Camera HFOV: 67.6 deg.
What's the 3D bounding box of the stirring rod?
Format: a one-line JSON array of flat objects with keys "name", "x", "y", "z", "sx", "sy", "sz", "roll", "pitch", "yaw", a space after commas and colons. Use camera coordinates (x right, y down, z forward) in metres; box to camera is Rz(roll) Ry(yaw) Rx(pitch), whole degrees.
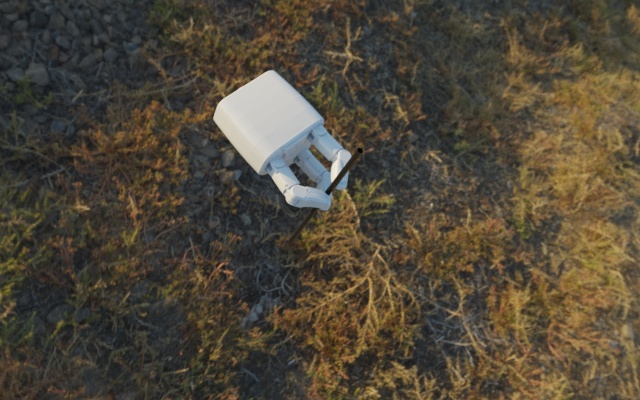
[{"name": "stirring rod", "x": 0.000, "y": 0.002, "z": 0.659, "sx": 0.011, "sy": 0.011, "sz": 0.240, "roll": 0, "pitch": -31, "yaw": -27}]
